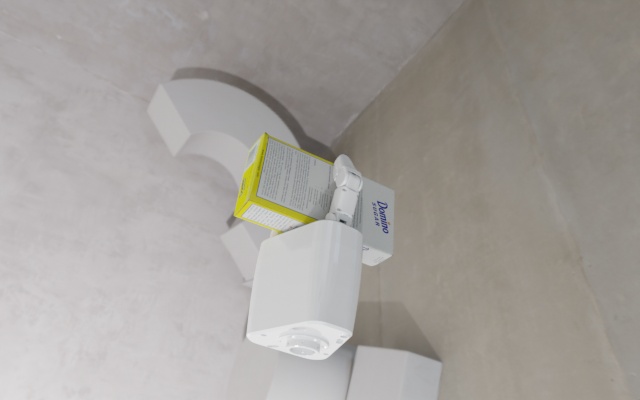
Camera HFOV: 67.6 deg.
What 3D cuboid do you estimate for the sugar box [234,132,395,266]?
[{"bbox_3d":[0.000,0.002,0.531,0.176,0.093,0.048,24,-37,-23],"label":"sugar box"}]
